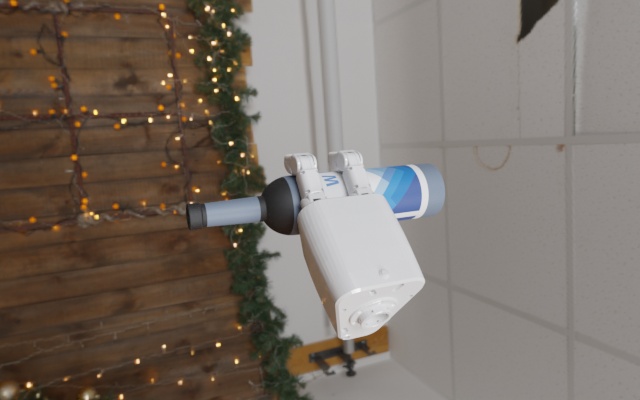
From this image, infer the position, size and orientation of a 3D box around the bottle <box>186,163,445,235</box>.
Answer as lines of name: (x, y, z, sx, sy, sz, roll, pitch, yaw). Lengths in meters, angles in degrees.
bottle: (0.000, 0.002, 0.542, 0.295, 0.069, 0.069, -6, 2, -22)
